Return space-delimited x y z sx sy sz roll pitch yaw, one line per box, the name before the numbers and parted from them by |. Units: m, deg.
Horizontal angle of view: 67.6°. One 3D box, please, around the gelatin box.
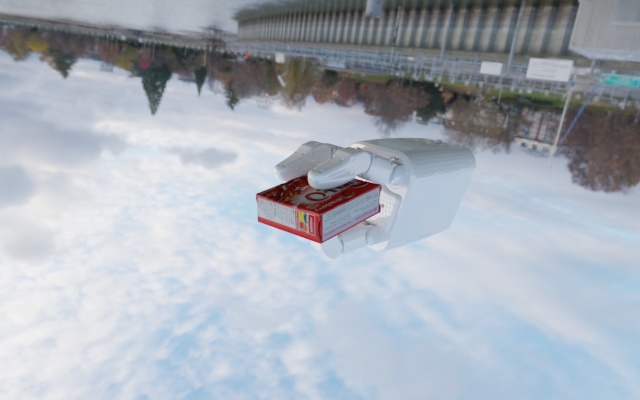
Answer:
gelatin box | 0.000 0.002 0.419 0.073 0.030 0.089 17 28 37
